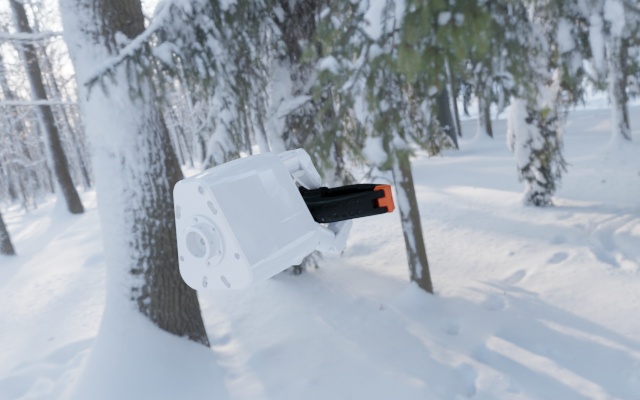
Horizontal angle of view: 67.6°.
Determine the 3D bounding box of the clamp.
[{"bbox_3d":[0.000,0.001,0.573,0.210,0.036,0.164,-7,12,34],"label":"clamp"}]
